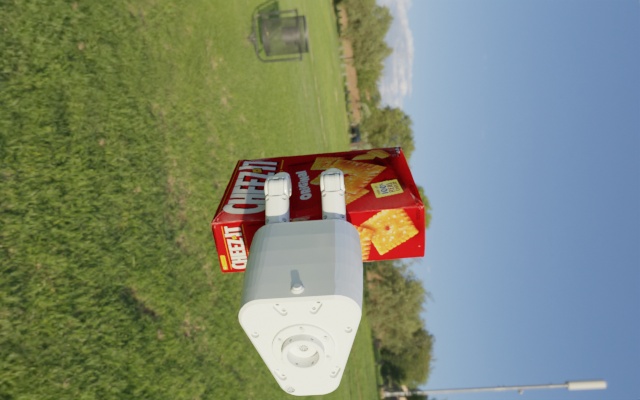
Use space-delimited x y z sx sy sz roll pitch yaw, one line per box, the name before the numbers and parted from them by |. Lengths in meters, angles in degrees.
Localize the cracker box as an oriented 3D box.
cracker box | 0.000 0.002 0.548 0.214 0.072 0.164 -4 27 3
